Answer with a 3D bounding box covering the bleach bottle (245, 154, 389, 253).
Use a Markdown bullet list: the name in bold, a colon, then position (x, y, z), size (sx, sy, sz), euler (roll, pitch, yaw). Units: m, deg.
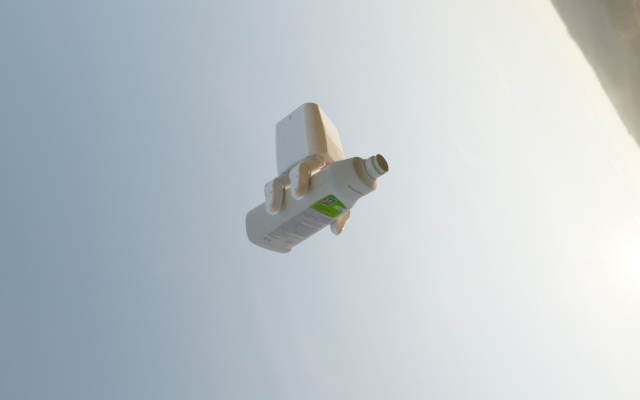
- **bleach bottle**: position (0.000, 0.002, 0.728), size (0.251, 0.068, 0.102), euler (-30, -34, 33)
